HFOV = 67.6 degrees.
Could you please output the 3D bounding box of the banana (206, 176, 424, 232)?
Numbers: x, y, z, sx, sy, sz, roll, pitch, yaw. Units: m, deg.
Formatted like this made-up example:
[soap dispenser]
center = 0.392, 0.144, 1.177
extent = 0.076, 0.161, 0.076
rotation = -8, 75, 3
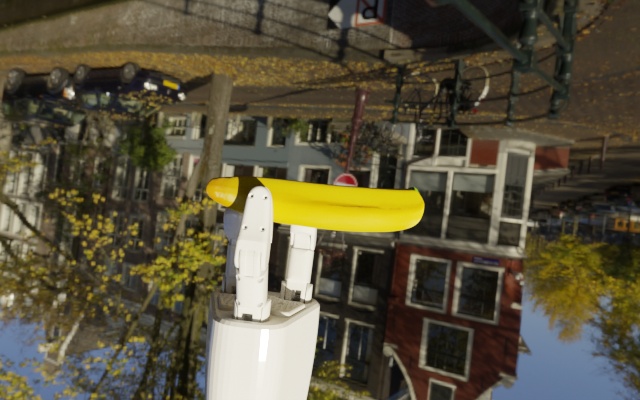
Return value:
[banana]
center = 0.010, 0.004, 0.390
extent = 0.198, 0.037, 0.069
rotation = 4, 6, -22
